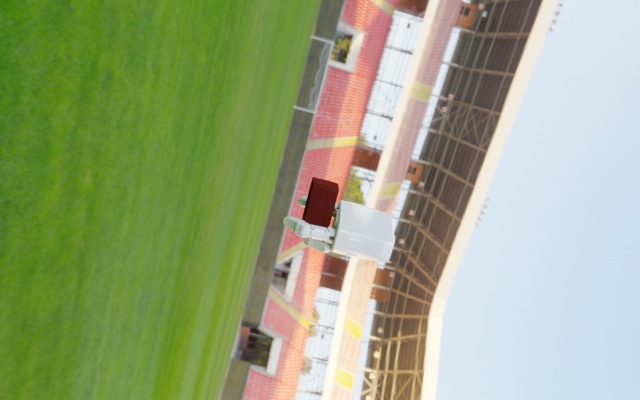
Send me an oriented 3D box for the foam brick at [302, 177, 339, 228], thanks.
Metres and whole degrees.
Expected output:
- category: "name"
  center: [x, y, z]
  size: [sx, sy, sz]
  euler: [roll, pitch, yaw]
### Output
- category: "foam brick"
  center: [0.000, 0.003, 0.876]
  size: [0.051, 0.078, 0.053]
  euler: [14, 16, -3]
